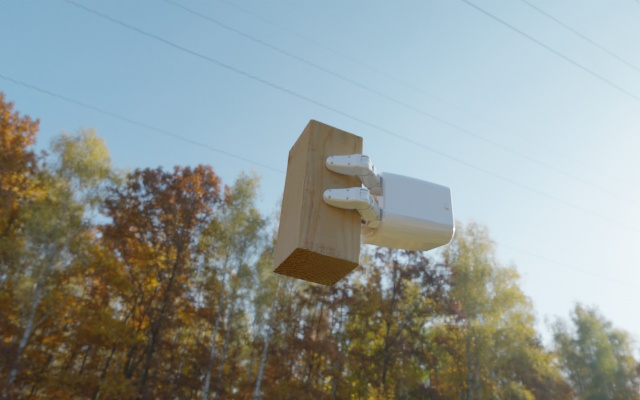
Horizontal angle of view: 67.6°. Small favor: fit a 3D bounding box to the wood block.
[{"bbox_3d":[0.000,0.002,0.673,0.090,0.206,0.091,17,-35,-18],"label":"wood block"}]
